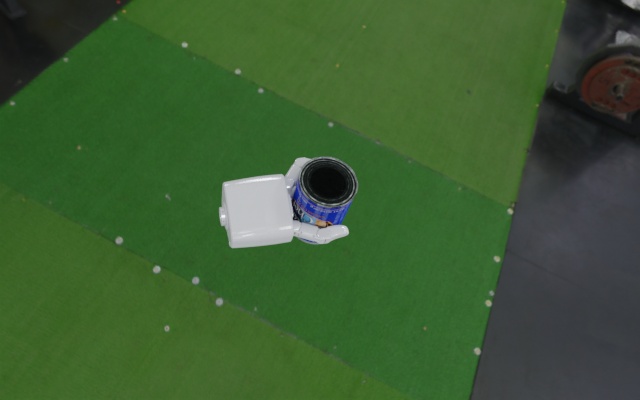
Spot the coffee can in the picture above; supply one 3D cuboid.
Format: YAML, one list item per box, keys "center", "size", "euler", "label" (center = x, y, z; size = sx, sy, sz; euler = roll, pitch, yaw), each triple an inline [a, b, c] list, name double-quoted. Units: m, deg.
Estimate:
- center: [0.000, 0.003, 0.857]
  size: [0.103, 0.102, 0.140]
  euler: [0, -30, -13]
  label: "coffee can"
